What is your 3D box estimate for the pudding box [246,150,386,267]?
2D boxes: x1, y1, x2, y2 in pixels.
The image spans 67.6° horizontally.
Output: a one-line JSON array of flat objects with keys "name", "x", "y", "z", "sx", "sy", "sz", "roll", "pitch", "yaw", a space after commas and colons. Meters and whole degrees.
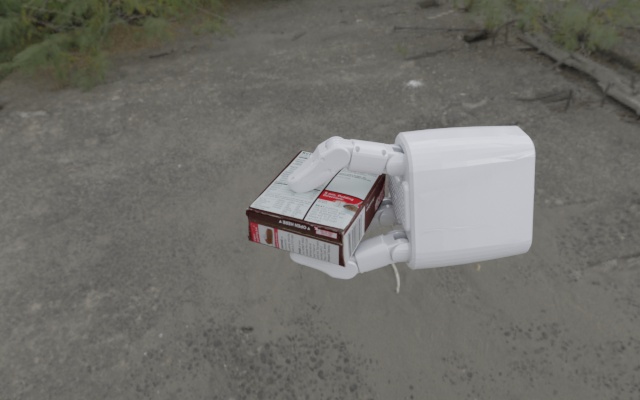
[{"name": "pudding box", "x": 0.000, "y": 0.001, "z": 0.424, "sx": 0.090, "sy": 0.039, "sz": 0.113, "roll": 12, "pitch": 35, "yaw": 20}]
